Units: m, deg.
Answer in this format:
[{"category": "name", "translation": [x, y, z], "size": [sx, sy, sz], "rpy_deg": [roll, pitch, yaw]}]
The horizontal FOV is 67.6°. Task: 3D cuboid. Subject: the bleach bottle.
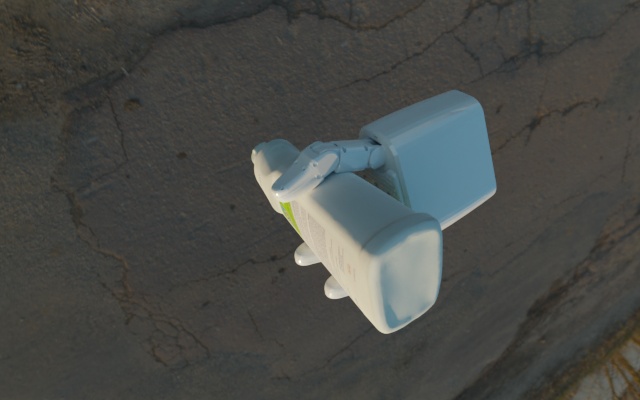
[{"category": "bleach bottle", "translation": [0.000, 0.002, 0.433], "size": [0.068, 0.103, 0.250], "rpy_deg": [-27, 41, -19]}]
